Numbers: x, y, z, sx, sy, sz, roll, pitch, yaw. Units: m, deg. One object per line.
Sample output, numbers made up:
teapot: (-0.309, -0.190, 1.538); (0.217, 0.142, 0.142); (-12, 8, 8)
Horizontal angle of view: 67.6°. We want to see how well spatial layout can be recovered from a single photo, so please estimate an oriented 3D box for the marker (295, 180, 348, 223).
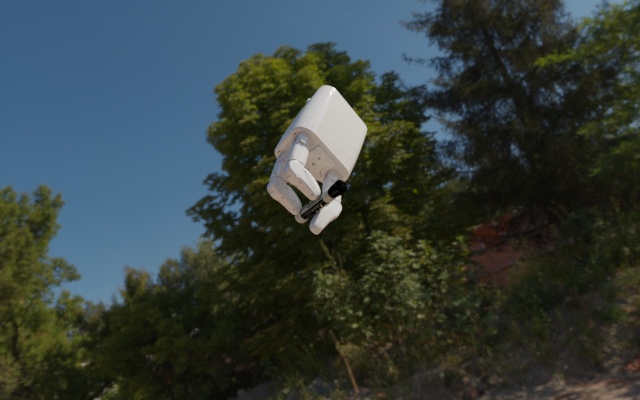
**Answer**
marker: (0.000, 0.002, 0.652); (0.020, 0.020, 0.121); (0, -22, -32)
